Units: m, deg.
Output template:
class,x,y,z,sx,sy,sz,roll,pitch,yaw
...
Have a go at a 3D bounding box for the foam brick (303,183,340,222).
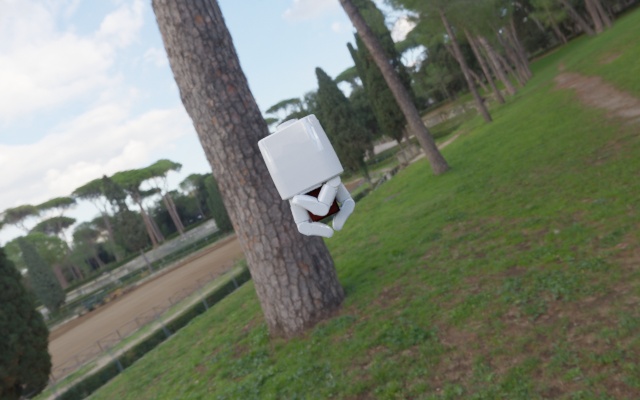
class,x,y,z,sx,sy,sz,roll,pitch,yaw
foam brick,0.000,0.003,0.831,0.053,0.051,0.078,-26,3,0
